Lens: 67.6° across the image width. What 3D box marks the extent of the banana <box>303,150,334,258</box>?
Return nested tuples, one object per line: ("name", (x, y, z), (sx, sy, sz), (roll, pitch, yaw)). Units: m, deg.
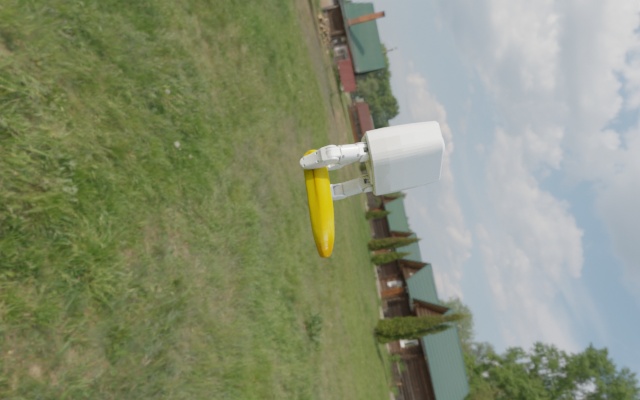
("banana", (-0.002, -0.012, 0.713), (0.037, 0.197, 0.070), (-9, -40, 0))
